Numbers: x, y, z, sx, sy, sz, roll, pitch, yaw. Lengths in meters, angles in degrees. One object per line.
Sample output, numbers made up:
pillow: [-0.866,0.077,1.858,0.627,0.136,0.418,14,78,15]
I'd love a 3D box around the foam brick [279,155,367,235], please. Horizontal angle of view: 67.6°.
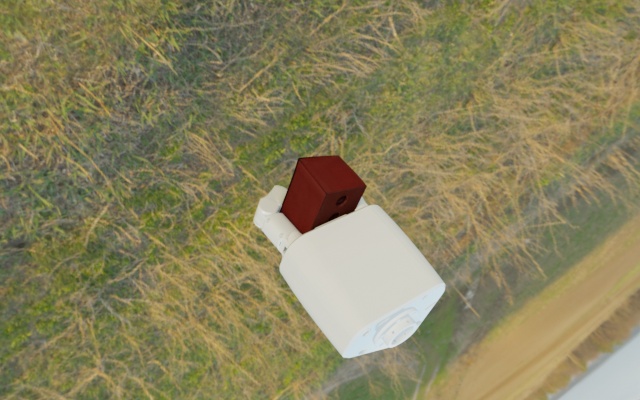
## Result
foam brick: [0.000,0.001,0.471,0.053,0.078,0.051,-10,47,-37]
